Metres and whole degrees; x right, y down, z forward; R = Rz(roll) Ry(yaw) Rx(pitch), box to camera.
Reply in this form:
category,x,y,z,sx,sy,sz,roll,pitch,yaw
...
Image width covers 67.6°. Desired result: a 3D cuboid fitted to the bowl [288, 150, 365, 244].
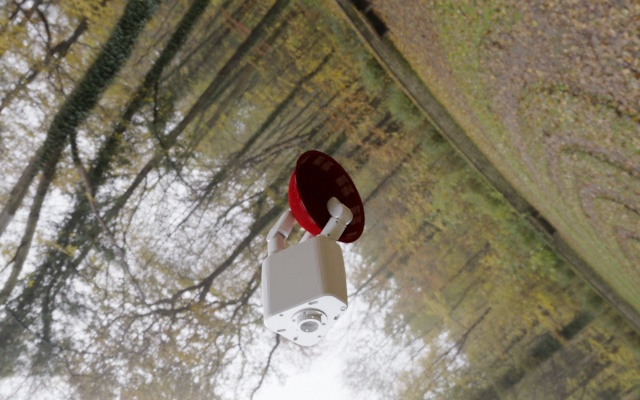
category,x,y,z,sx,sy,sz,roll,pitch,yaw
bowl,0.000,0.002,0.767,0.055,0.162,0.162,-29,-18,34
